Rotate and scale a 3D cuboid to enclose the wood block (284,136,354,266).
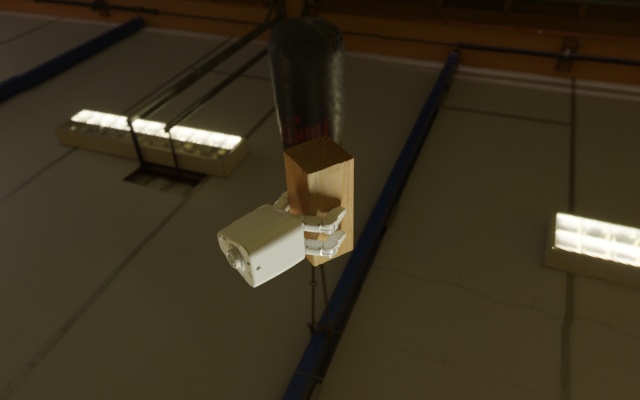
[{"bbox_3d":[0.000,0.003,0.855,0.090,0.206,0.090,-22,42,-23],"label":"wood block"}]
